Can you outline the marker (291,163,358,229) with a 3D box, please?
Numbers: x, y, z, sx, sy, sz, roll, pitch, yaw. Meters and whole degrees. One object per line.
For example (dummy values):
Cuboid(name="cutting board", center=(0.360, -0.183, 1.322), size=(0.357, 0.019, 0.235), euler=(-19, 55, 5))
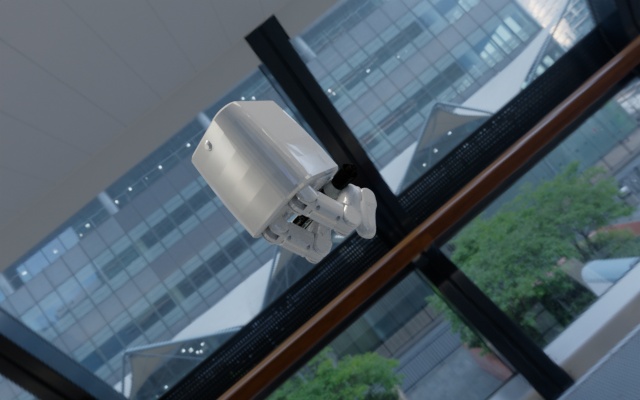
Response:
Cuboid(name="marker", center=(0.000, 0.002, 0.505), size=(0.020, 0.020, 0.121), euler=(0, -35, -40))
